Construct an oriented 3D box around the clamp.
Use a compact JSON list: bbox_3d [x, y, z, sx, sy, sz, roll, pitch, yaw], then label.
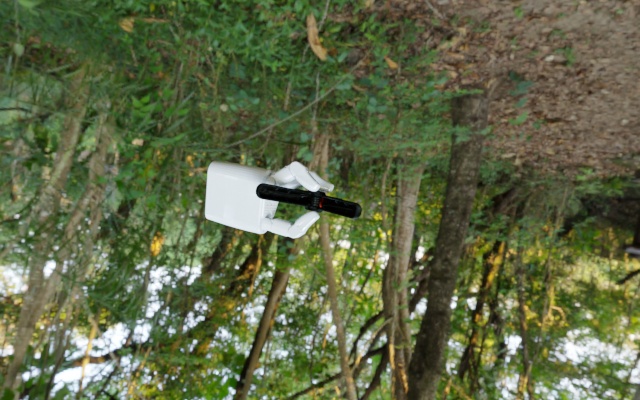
[{"bbox_3d":[0.000,0.003,0.807,0.164,0.036,0.210,13,2,13],"label":"clamp"}]
